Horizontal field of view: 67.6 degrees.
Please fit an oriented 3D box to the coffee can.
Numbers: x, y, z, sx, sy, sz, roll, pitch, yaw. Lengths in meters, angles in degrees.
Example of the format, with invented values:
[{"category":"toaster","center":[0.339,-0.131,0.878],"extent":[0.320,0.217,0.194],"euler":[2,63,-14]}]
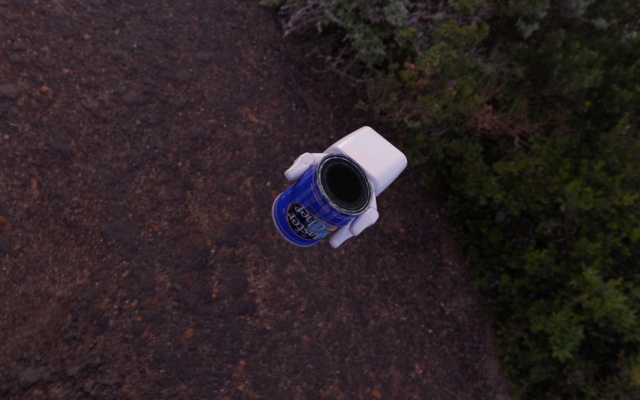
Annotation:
[{"category":"coffee can","center":[0.000,0.003,0.757],"extent":[0.103,0.102,0.140],"euler":[0,-24,-36]}]
